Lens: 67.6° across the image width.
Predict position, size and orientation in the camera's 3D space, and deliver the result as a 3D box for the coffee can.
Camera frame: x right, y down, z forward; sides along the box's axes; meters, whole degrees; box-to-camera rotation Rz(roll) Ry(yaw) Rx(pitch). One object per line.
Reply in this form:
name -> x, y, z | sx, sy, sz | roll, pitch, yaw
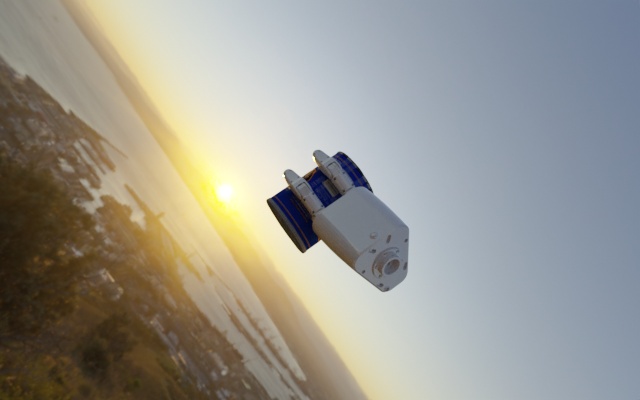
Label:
coffee can -> 0.000, 0.003, 0.756 | 0.140, 0.103, 0.103 | -35, 7, -10
